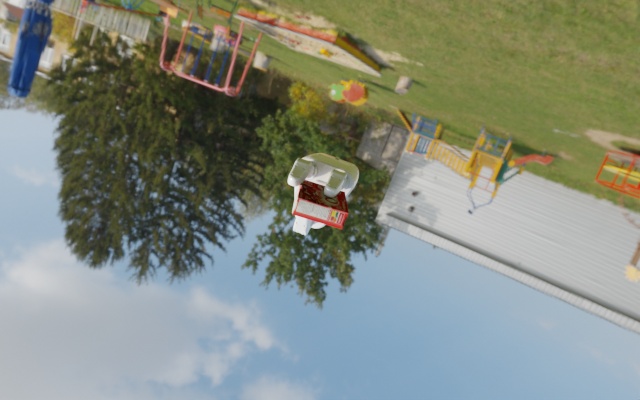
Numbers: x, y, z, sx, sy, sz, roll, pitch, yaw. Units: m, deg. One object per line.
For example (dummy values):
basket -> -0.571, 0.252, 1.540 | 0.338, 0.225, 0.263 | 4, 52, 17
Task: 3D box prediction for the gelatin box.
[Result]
gelatin box -> 0.000, 0.003, 0.685 | 0.073, 0.030, 0.089 | 17, 20, -6
